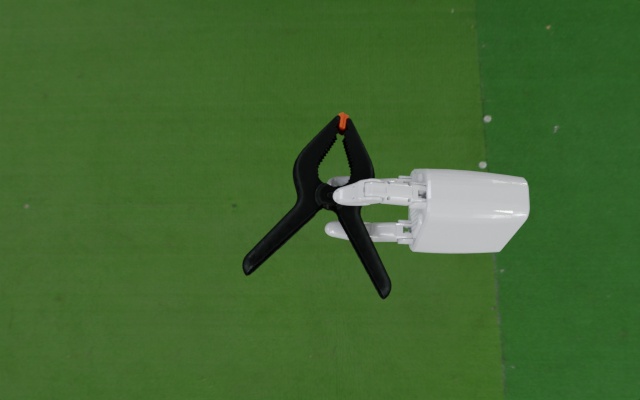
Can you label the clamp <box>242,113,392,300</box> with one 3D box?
[{"bbox_3d":[0.000,0.001,0.542,0.164,0.210,0.036,3,-13,-3],"label":"clamp"}]
